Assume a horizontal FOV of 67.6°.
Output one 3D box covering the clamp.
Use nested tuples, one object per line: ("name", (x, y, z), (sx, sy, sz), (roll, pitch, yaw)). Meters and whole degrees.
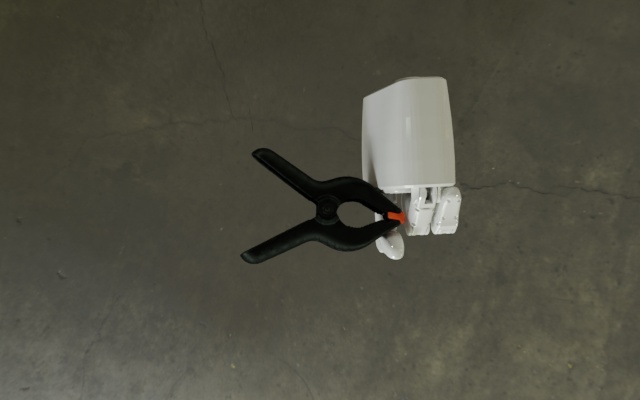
("clamp", (0.000, 0.002, 0.500), (0.171, 0.120, 0.039), (-3, -2, -8))
